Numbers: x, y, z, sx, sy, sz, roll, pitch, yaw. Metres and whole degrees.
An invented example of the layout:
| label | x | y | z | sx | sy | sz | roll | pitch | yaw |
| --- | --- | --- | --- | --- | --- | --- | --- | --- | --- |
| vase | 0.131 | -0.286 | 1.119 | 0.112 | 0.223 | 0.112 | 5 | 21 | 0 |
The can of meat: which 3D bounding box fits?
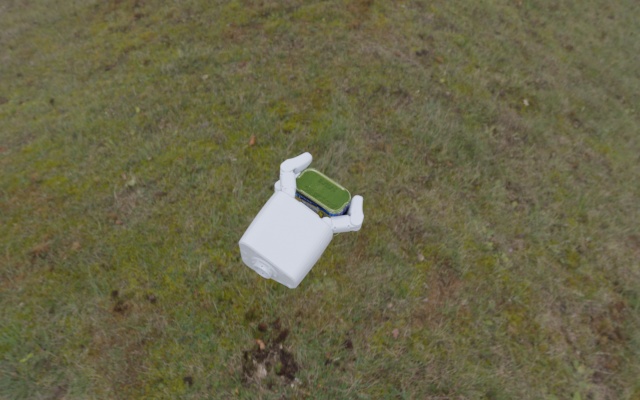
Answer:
| label | x | y | z | sx | sy | sz | roll | pitch | yaw |
| --- | --- | --- | --- | --- | --- | --- | --- | --- | --- |
| can of meat | 0.000 | 0.002 | 0.809 | 0.102 | 0.057 | 0.084 | 33 | -27 | 14 |
